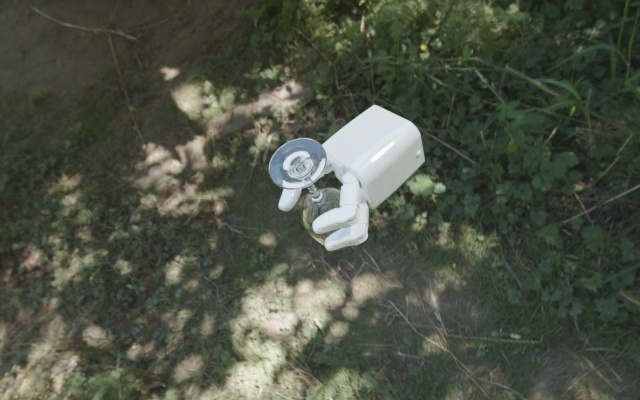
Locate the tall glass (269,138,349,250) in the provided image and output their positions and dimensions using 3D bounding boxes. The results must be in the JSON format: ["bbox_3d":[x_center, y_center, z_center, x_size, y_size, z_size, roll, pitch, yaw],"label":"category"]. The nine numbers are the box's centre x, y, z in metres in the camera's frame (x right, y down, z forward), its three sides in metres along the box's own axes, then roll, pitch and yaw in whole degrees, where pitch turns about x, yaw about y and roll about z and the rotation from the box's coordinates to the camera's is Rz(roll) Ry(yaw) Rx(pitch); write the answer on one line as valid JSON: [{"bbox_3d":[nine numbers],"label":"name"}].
[{"bbox_3d":[0.000,0.002,0.660,0.079,0.079,0.201,0,-29,18],"label":"tall glass"}]
